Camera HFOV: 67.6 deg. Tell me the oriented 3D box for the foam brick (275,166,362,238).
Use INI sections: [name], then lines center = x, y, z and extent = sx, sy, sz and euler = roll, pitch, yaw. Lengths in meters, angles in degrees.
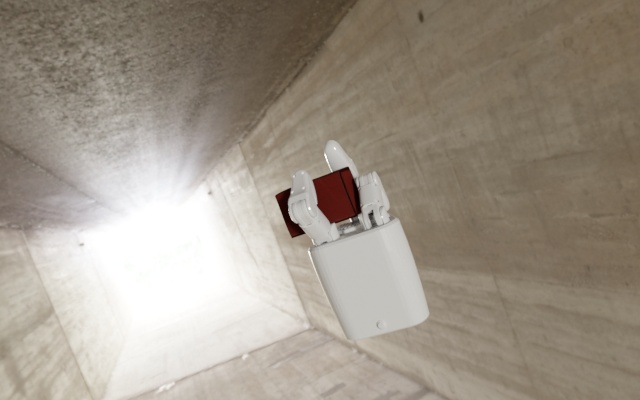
[foam brick]
center = 0.000, 0.002, 0.516
extent = 0.078, 0.051, 0.053
euler = -20, 4, 17
